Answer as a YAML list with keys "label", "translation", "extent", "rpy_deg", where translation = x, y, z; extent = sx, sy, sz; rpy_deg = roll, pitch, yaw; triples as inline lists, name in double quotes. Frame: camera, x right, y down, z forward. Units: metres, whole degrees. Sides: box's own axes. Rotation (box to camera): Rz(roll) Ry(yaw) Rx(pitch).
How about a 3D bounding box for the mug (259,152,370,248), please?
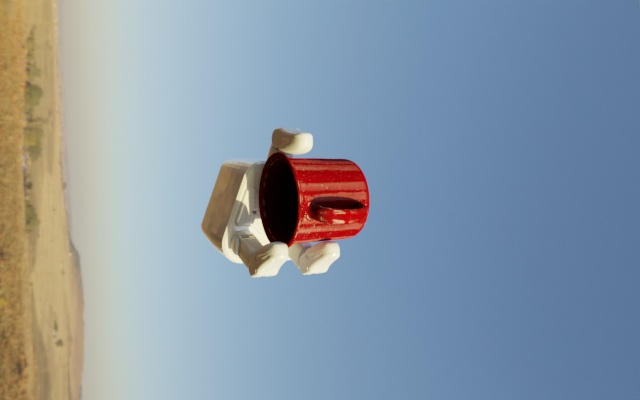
- label: "mug"
  translation: [0.001, 0.002, 0.458]
  extent: [0.081, 0.093, 0.117]
  rpy_deg: [-2, 11, -30]
